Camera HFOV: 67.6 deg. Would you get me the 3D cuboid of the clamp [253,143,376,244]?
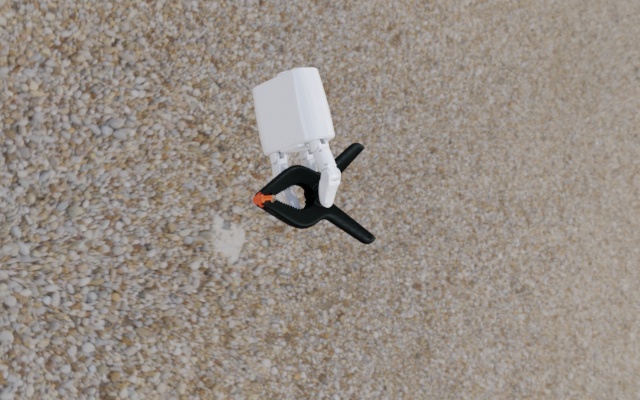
[{"bbox_3d":[0.000,0.002,0.724,0.210,0.164,0.036,-12,-1,-35],"label":"clamp"}]
